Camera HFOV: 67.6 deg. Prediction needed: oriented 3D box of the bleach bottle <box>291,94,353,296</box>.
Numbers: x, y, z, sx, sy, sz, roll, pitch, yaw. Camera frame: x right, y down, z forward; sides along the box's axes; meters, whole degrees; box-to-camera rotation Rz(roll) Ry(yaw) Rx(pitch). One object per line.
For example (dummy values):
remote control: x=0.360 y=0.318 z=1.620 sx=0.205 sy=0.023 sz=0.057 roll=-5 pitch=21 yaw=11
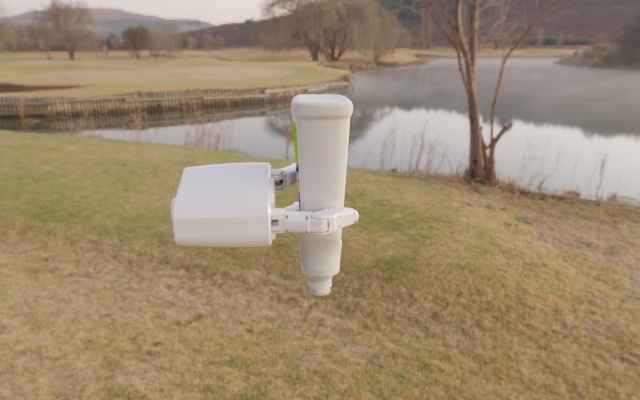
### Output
bleach bottle: x=0.000 y=0.002 z=0.583 sx=0.068 sy=0.251 sz=0.102 roll=-1 pitch=18 yaw=-4
